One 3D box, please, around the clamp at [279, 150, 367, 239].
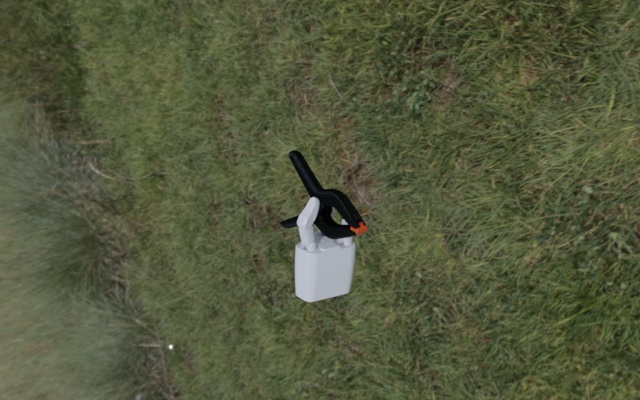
[{"bbox_3d":[0.000,0.003,0.887,0.210,0.165,0.036,21,27,40],"label":"clamp"}]
